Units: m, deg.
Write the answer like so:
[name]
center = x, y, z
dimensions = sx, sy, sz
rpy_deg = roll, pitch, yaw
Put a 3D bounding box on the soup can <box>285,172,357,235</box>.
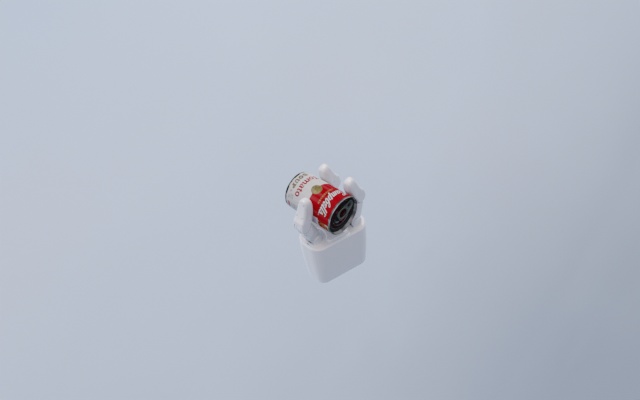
[soup can]
center = 0.000, 0.002, 0.782
dimensions = 0.102, 0.068, 0.068
rpy_deg = 31, 18, 32
